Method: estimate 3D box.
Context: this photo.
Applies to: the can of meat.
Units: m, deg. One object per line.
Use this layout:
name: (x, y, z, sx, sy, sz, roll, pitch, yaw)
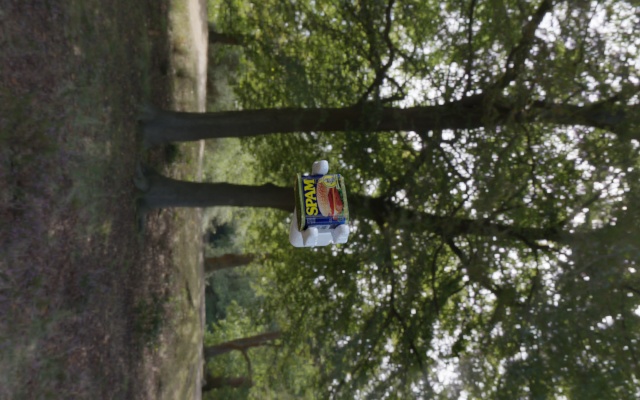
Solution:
can of meat: (0.000, 0.003, 0.853, 0.084, 0.102, 0.057, -2, -24, -11)
